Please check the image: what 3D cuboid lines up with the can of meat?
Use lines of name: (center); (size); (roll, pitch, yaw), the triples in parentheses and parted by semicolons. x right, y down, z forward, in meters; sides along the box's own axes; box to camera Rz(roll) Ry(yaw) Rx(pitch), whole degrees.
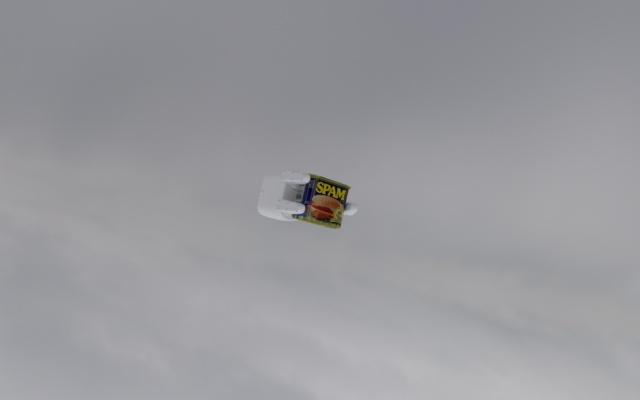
can of meat: (0.000, 0.003, 0.887); (0.102, 0.084, 0.057); (17, -7, -36)
